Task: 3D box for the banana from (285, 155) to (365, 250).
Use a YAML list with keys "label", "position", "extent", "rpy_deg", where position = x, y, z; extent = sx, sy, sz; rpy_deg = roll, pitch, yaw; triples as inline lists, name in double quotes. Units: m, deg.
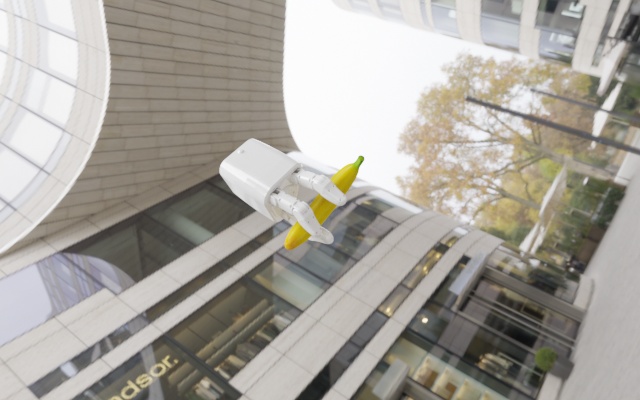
- label: "banana"
  position: [0.004, 0.005, 0.807]
  extent: [0.037, 0.198, 0.070]
  rpy_deg: [36, -8, 13]
